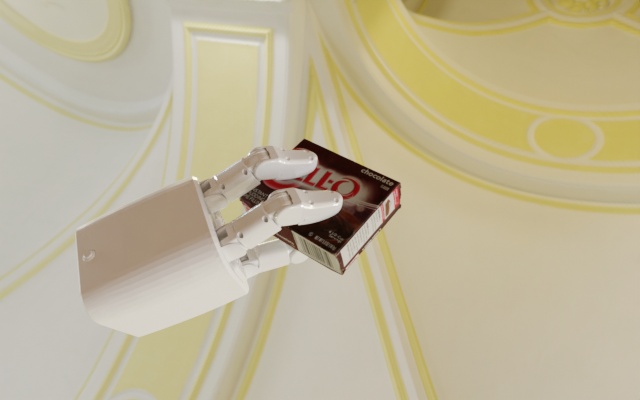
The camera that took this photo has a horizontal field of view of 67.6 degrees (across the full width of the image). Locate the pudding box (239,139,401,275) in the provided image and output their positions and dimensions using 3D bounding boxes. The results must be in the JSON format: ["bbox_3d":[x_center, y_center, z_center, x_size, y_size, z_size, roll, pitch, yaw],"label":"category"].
[{"bbox_3d":[0.000,0.002,0.419,0.113,0.090,0.039,29,-28,29],"label":"pudding box"}]
